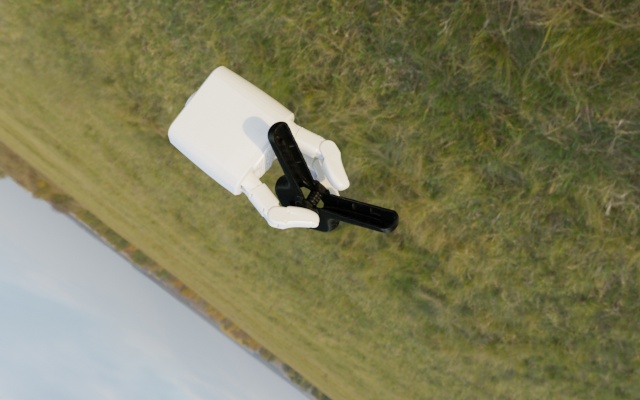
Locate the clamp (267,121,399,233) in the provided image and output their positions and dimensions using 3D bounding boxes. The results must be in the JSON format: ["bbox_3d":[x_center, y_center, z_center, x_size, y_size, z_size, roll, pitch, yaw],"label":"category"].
[{"bbox_3d":[-0.001,0.002,0.569,0.164,0.036,0.210,37,-20,3],"label":"clamp"}]
